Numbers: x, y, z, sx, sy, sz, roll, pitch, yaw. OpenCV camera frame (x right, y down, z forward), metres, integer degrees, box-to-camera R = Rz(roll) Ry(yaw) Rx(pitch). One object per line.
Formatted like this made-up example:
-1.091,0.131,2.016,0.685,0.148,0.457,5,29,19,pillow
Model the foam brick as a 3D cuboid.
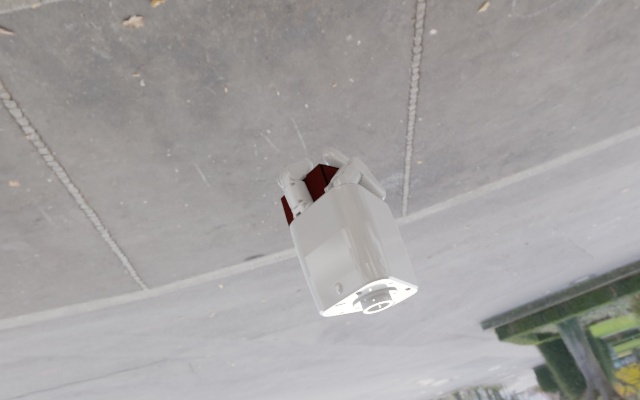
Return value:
0.000,0.002,0.562,0.053,0.051,0.078,9,-38,-43,foam brick
